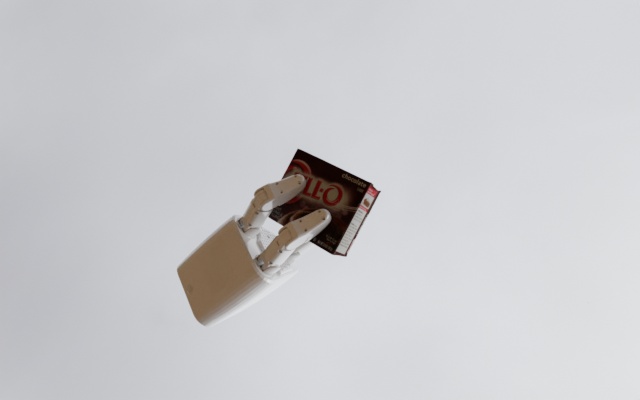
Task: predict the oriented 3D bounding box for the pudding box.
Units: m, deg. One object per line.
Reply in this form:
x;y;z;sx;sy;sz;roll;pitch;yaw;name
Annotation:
0.000;0.002;0.555;0.113;0.090;0.039;28;1;29;pudding box
